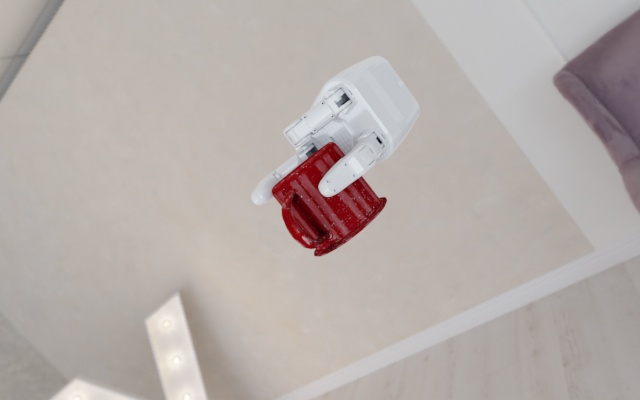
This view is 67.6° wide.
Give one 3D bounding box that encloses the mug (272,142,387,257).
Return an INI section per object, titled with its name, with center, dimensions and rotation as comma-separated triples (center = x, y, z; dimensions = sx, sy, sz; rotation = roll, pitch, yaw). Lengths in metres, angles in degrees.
[mug]
center = -0.001, 0.002, 0.469
dimensions = 0.093, 0.081, 0.117
rotation = -33, 8, 40
